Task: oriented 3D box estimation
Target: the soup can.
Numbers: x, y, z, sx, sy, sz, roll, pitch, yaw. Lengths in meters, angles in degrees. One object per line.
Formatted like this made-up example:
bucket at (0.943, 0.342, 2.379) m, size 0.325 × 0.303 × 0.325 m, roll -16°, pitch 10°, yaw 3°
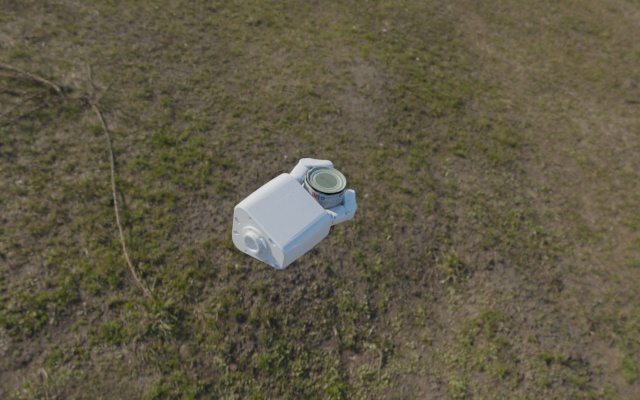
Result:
soup can at (0.001, 0.002, 0.788) m, size 0.068 × 0.102 × 0.068 m, roll 8°, pitch 42°, yaw -7°
